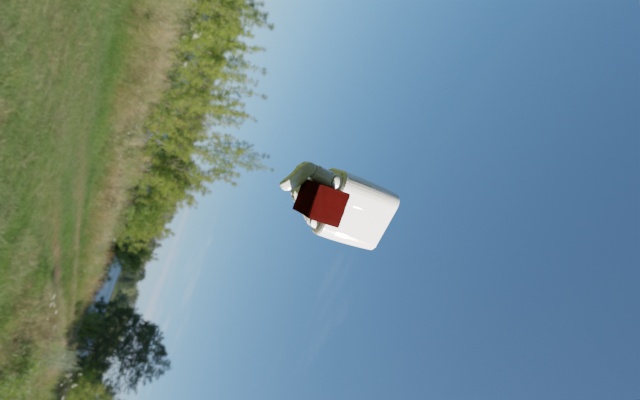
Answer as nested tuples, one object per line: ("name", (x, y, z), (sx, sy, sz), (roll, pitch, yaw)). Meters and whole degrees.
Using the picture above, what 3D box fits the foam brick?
("foam brick", (0.000, 0.002, 0.701), (0.051, 0.053, 0.078), (20, 2, -21))
